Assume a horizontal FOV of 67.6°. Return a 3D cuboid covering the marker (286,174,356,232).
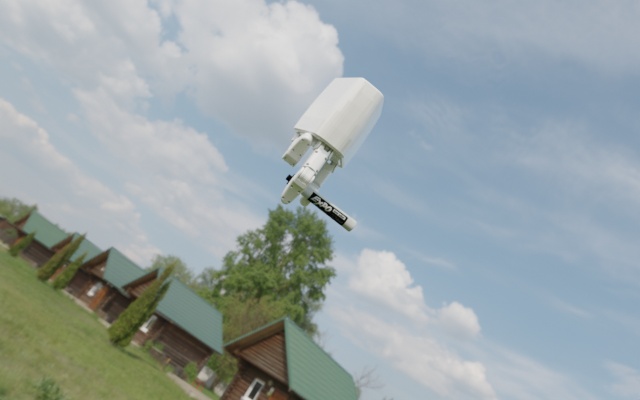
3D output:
[{"bbox_3d":[0.000,0.002,0.688,0.121,0.020,0.020,38,-8,-10],"label":"marker"}]
